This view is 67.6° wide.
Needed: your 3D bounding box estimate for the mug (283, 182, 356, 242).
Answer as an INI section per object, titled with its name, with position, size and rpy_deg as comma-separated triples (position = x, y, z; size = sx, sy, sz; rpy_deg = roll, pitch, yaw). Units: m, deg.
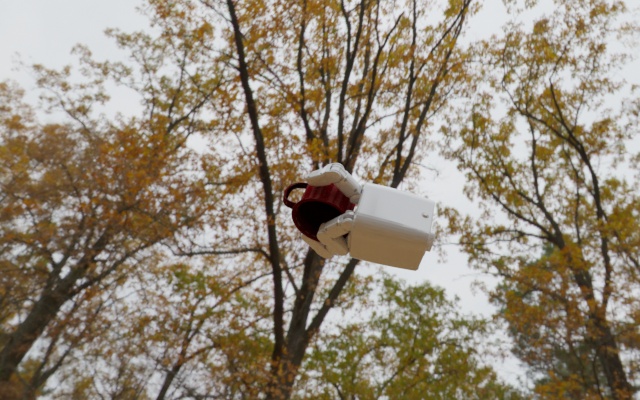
[mug]
position = -0.001, 0.002, 0.740
size = 0.117, 0.093, 0.081
rpy_deg = 14, 45, 9
